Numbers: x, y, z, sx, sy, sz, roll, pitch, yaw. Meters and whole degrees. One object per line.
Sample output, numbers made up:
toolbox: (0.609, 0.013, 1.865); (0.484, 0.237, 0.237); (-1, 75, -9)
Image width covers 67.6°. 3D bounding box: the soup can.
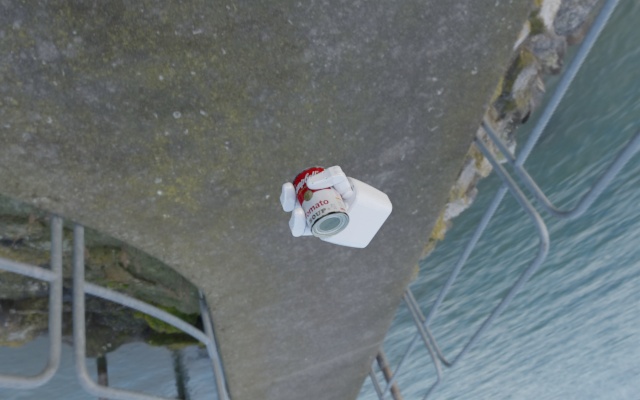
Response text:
soup can: (0.000, 0.003, 0.789); (0.068, 0.102, 0.069); (-15, -35, -11)
